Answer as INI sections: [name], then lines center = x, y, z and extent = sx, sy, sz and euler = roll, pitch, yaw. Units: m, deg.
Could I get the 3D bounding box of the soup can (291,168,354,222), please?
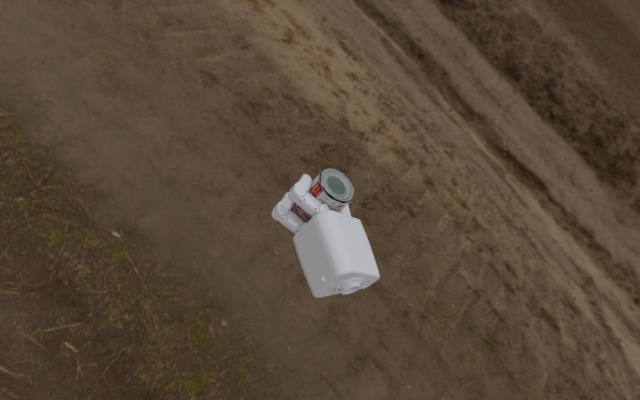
[soup can]
center = 0.000, 0.002, 0.794
extent = 0.068, 0.068, 0.102
euler = 0, -33, -40
